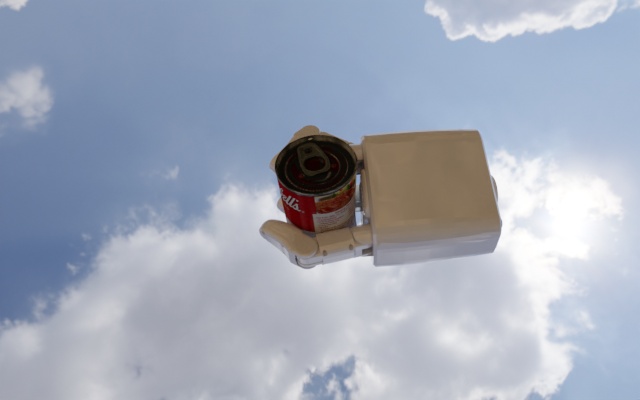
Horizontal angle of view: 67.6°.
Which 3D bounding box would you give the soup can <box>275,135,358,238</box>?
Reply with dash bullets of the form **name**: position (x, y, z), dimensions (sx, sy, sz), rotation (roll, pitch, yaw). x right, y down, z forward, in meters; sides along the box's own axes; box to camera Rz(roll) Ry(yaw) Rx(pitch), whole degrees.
- **soup can**: position (0.000, 0.002, 0.427), dimensions (0.068, 0.068, 0.102), rotation (0, -39, 5)
